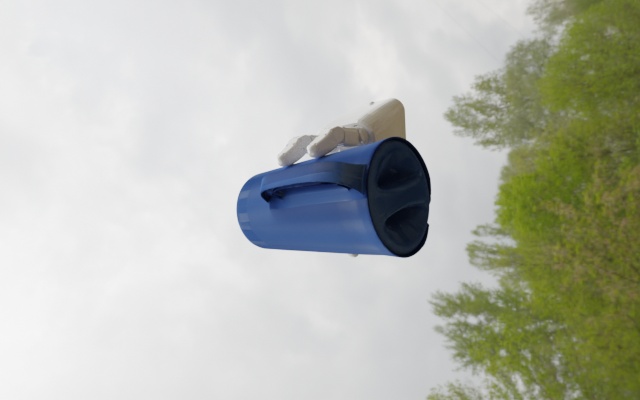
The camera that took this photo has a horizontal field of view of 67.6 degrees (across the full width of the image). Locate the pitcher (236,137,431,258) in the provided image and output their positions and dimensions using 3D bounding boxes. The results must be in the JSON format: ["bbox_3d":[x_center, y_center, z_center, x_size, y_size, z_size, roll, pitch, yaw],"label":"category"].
[{"bbox_3d":[0.000,0.002,0.592,0.243,0.149,0.145,-7,27,42],"label":"pitcher"}]
